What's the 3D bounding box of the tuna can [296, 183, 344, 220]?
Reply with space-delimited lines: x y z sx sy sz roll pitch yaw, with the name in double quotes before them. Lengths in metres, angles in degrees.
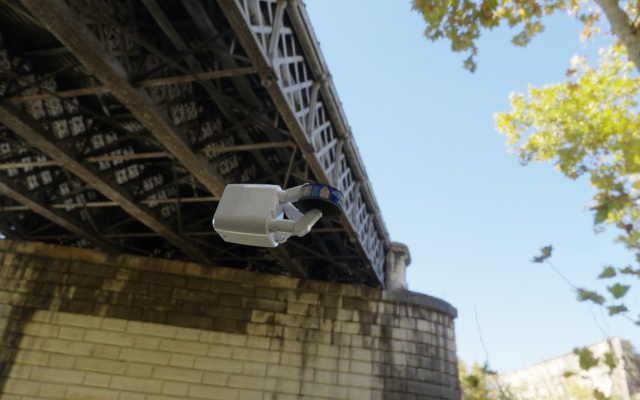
"tuna can" 0.000 0.002 0.876 0.086 0.033 0.086 10 -27 5
